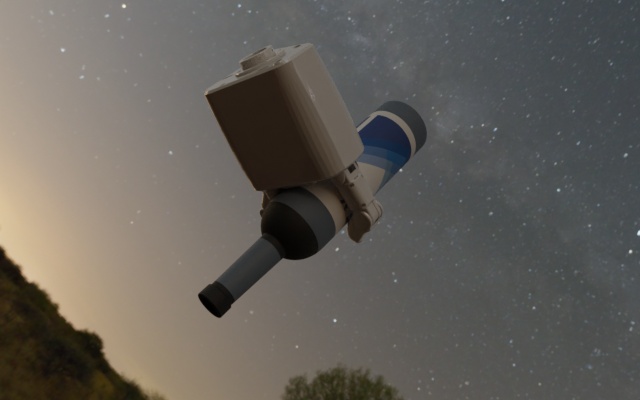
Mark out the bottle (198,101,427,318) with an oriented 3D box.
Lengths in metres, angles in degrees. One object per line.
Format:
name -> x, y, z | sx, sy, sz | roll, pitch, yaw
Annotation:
bottle -> 0.000, 0.001, 0.470 | 0.069, 0.069, 0.295 | 0, 36, 51
